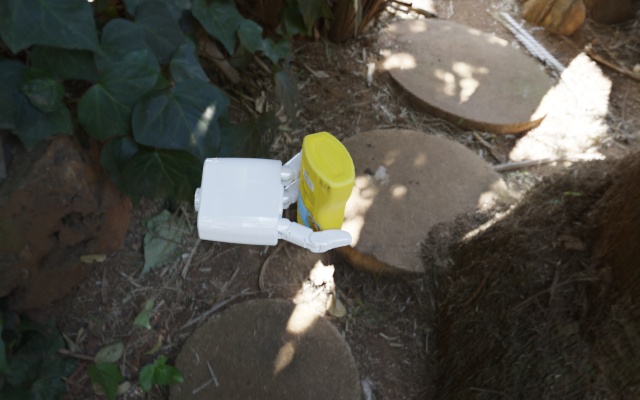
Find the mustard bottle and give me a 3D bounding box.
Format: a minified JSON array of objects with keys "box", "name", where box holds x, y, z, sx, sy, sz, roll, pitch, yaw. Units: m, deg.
[{"box":[0.000,0.002,0.674,0.058,0.096,0.192,-17,-33,-20],"name":"mustard bottle"}]
